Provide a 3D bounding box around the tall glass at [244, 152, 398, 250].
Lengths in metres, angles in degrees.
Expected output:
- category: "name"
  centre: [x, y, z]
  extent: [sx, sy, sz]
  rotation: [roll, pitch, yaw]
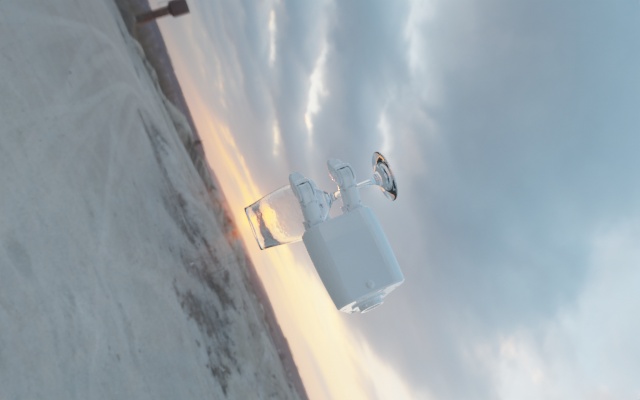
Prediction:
- category: "tall glass"
  centre: [0.001, 0.002, 0.654]
  extent: [0.201, 0.079, 0.079]
  rotation: [-21, 4, -11]
